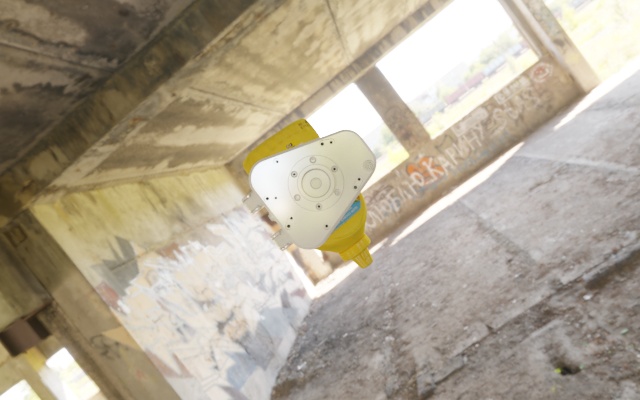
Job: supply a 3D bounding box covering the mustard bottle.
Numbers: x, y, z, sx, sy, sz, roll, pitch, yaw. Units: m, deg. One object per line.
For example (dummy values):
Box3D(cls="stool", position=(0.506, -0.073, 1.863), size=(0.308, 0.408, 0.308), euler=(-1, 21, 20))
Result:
Box3D(cls="mustard bottle", position=(0.000, 0.002, 0.576), size=(0.096, 0.191, 0.058), euler=(-38, 2, -25))
